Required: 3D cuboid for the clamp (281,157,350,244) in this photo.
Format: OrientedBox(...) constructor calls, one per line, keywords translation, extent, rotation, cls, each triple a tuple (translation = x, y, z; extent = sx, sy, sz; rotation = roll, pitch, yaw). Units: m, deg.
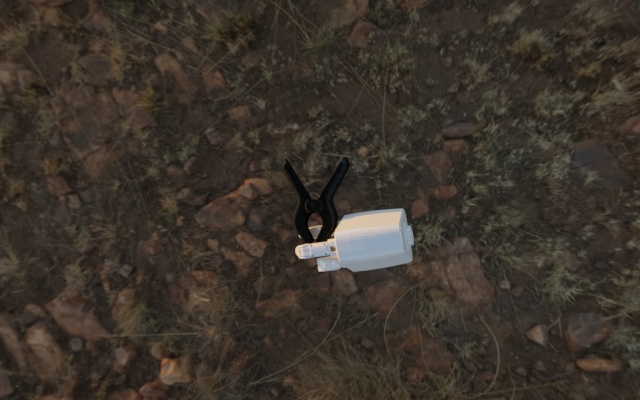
OrientedBox(translation=(0.000, 0.003, 0.826), extent=(0.120, 0.171, 0.039), rotation=(-10, -3, 18), cls="clamp")
